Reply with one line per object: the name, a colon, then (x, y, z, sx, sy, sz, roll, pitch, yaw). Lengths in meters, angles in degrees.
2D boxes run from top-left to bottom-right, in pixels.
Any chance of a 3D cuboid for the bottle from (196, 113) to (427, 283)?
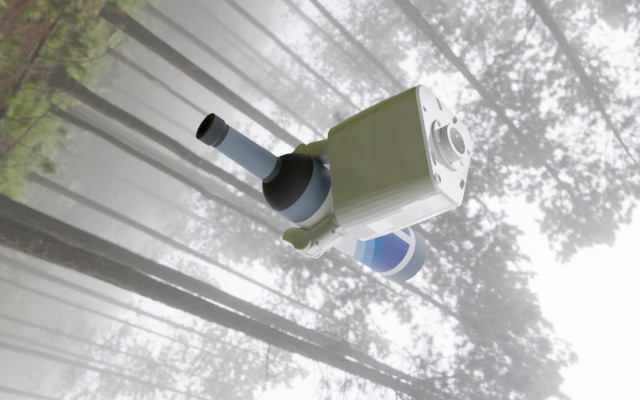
bottle: (0.000, 0.002, 0.502, 0.296, 0.069, 0.069, 34, -20, -34)
